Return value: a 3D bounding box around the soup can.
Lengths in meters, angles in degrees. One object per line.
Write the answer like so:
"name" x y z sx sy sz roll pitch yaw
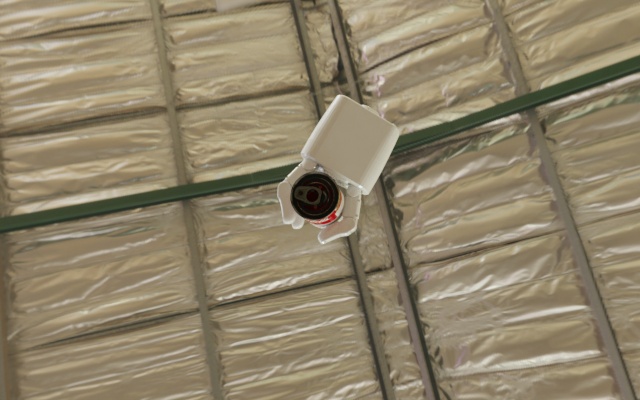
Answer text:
"soup can" 0.000 0.003 0.691 0.068 0.068 0.102 0 -10 9
